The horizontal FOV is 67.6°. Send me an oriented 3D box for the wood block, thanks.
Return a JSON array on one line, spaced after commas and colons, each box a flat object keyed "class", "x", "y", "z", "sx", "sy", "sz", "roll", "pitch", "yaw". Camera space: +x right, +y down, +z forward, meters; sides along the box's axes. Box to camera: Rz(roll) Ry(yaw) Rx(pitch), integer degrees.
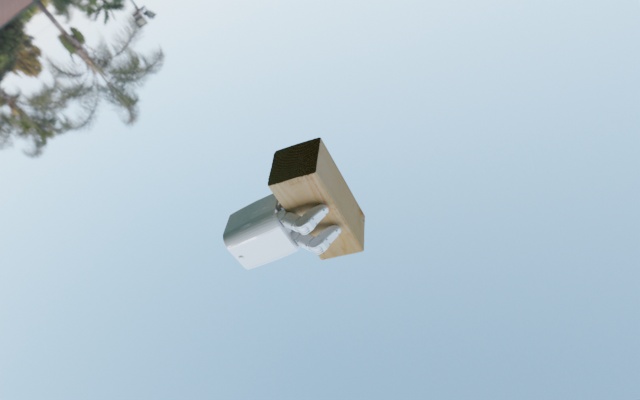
[{"class": "wood block", "x": 0.000, "y": 0.003, "z": 0.841, "sx": 0.090, "sy": 0.090, "sz": 0.206, "roll": -15, "pitch": -47, "yaw": 20}]
